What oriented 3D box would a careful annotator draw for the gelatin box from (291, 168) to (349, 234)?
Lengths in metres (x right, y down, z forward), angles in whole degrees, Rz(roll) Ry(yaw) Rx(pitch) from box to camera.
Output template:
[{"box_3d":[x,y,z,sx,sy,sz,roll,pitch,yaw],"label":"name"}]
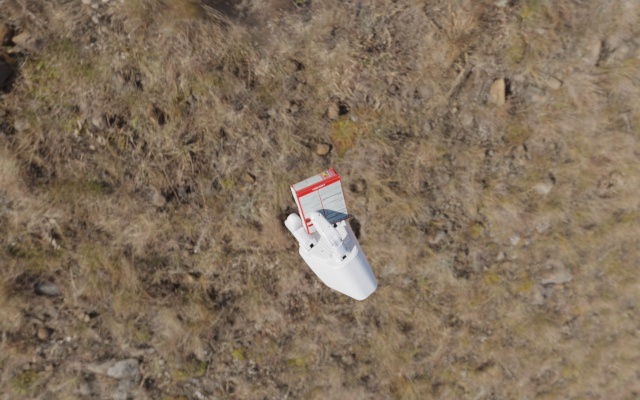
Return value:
[{"box_3d":[0.000,0.002,0.747,0.073,0.089,0.030,-23,40,-9],"label":"gelatin box"}]
